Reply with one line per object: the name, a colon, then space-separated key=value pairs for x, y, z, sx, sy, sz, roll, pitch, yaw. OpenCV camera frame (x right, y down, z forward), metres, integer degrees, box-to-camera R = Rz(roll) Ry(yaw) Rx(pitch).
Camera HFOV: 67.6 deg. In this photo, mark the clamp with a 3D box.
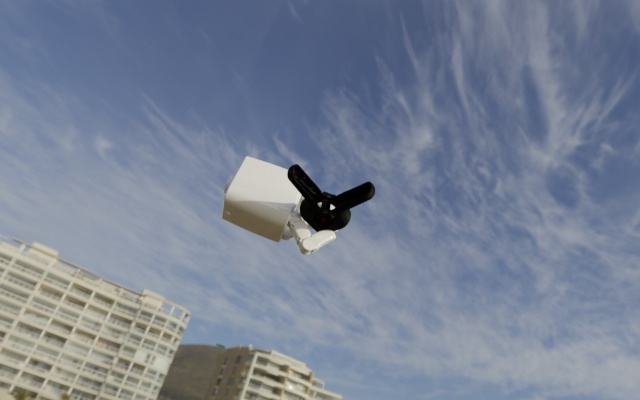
clamp: x=0.000 y=0.002 z=0.703 sx=0.120 sy=0.039 sz=0.171 roll=23 pitch=-30 yaw=-3
